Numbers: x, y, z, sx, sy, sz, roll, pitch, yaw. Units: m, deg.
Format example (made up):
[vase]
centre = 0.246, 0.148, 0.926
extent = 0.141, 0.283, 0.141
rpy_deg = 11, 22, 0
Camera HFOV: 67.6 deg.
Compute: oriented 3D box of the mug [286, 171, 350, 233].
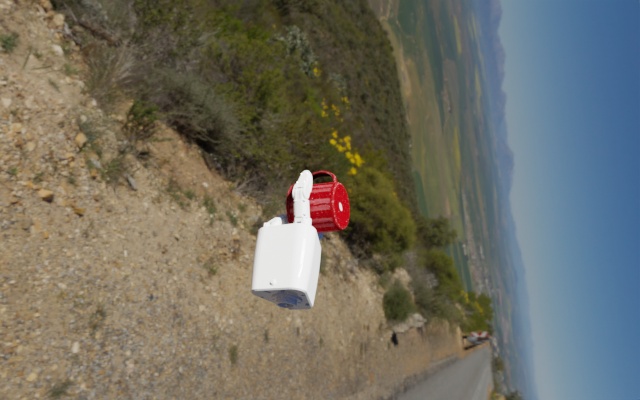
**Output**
[mug]
centre = 0.001, 0.001, 0.811
extent = 0.081, 0.117, 0.093
rpy_deg = -6, -30, 23
